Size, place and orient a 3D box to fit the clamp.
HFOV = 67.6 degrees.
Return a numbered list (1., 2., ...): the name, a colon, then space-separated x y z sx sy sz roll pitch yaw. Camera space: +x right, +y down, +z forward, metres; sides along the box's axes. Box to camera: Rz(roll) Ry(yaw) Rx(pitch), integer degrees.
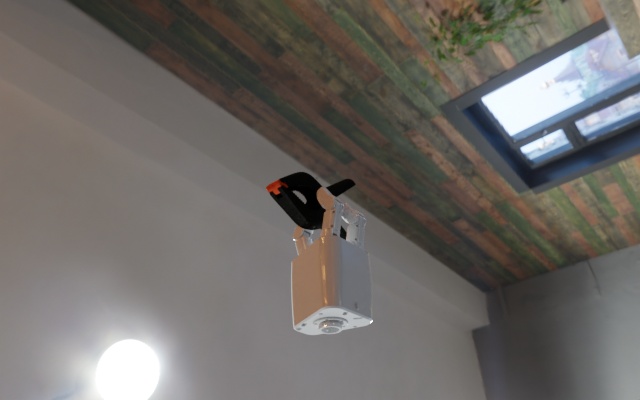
1. clamp: -0.001 0.003 0.763 0.036 0.164 0.210 -28 -42 33
